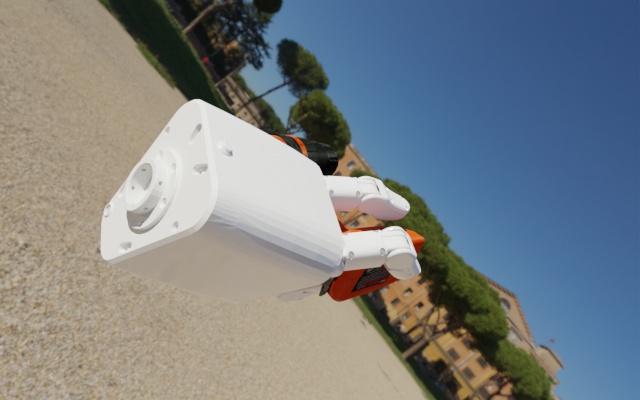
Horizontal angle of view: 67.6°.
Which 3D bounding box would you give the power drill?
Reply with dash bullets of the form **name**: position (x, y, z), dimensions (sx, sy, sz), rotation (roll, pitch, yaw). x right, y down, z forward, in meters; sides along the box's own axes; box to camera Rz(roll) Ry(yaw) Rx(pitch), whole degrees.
- **power drill**: position (0.000, 0.002, 0.438), dimensions (0.187, 0.057, 0.184), rotation (40, 28, 29)
